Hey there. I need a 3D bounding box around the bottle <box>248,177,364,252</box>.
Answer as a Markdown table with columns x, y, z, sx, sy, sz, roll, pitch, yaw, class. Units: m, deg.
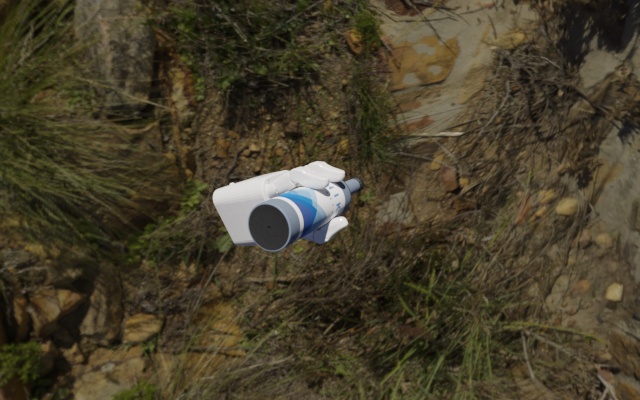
| x | y | z | sx | sy | sz | roll | pitch | yaw | class |
| --- | --- | --- | --- | --- | --- | --- | --- | --- | --- |
| 0.000 | 0.002 | 0.741 | 0.069 | 0.069 | 0.295 | 0 | 13 | 28 | bottle |
